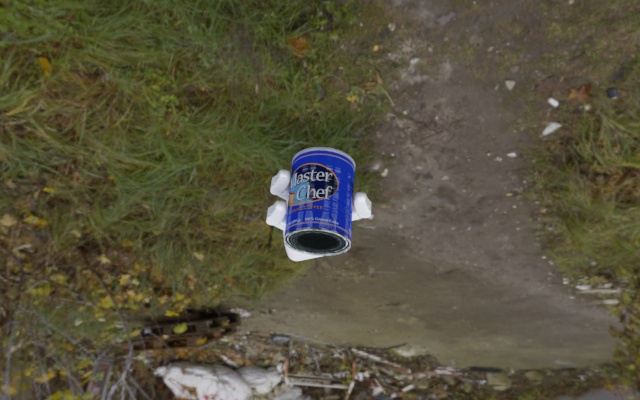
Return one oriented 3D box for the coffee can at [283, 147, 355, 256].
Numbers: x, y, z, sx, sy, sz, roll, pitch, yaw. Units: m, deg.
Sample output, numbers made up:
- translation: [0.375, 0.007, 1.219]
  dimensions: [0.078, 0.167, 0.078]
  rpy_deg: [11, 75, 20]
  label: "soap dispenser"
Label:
- translation: [0.000, 0.002, 0.743]
  dimensions: [0.103, 0.140, 0.103]
  rpy_deg: [4, -27, 2]
  label: "coffee can"
